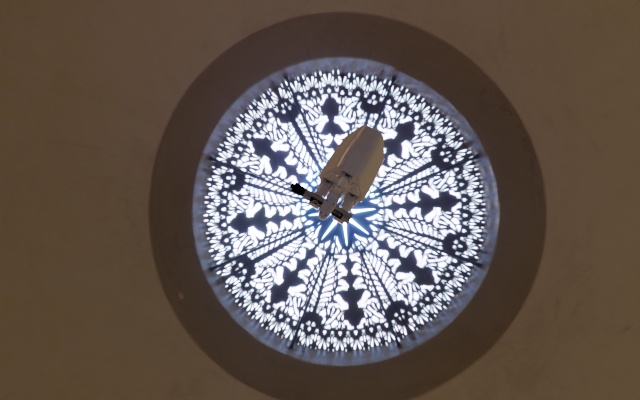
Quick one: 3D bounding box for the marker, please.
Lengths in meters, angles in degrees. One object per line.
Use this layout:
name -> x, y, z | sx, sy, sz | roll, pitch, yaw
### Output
marker -> 0.000, 0.003, 0.837 | 0.121, 0.020, 0.020 | 30, 1, 2
